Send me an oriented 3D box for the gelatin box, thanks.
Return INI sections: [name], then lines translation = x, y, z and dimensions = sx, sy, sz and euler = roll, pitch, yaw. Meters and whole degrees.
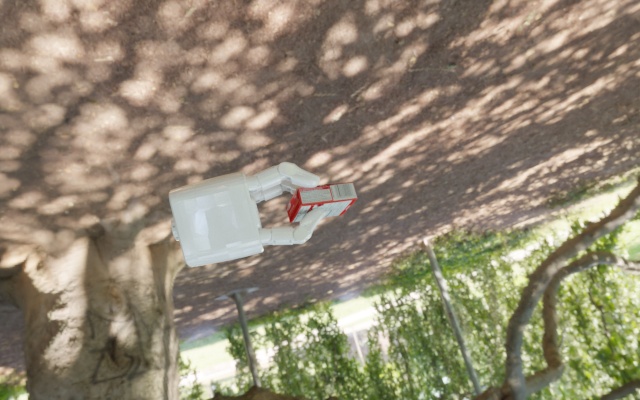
[gelatin box]
translation = 0.001, 0.003, 0.705
dimensions = 0.089, 0.030, 0.073
euler = -7, -19, -18
